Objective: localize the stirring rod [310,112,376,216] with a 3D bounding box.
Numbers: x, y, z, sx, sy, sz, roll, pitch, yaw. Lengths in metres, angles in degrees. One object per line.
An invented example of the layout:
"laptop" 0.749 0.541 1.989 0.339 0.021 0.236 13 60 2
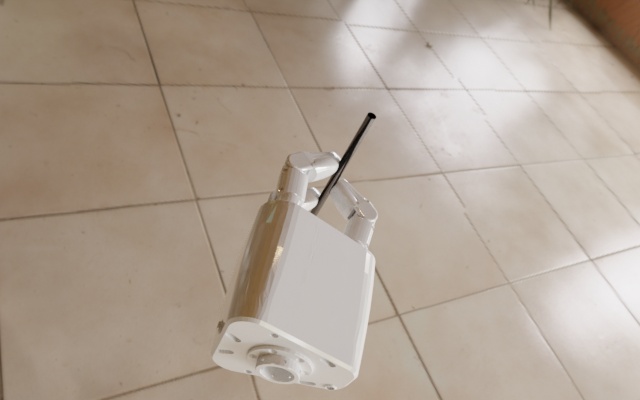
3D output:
"stirring rod" 0.000 0.002 0.481 0.011 0.011 0.240 0 -37 -26
